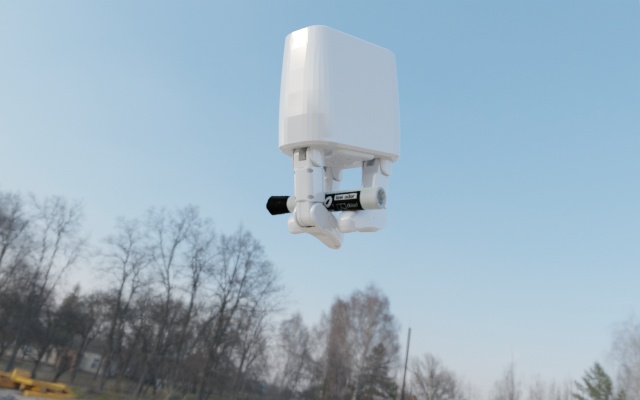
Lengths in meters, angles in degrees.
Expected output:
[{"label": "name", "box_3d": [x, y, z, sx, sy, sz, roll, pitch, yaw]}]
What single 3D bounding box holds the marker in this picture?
[{"label": "marker", "box_3d": [0.000, 0.001, 0.421, 0.121, 0.020, 0.020, -4, -3, 35]}]
